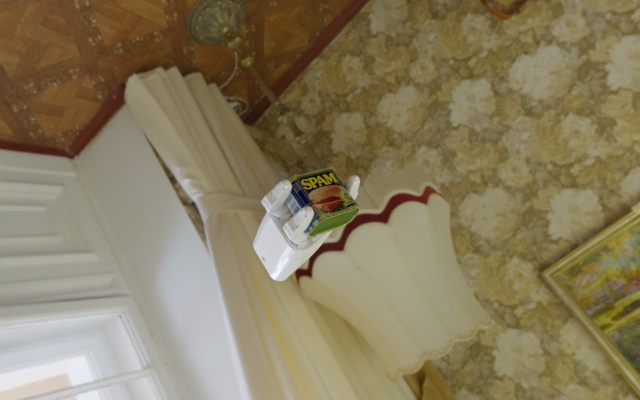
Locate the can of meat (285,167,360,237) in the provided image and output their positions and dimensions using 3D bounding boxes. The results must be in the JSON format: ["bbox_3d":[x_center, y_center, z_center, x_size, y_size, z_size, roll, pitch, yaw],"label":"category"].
[{"bbox_3d":[0.000,0.003,0.739,0.102,0.084,0.057,-16,-28,-41],"label":"can of meat"}]
